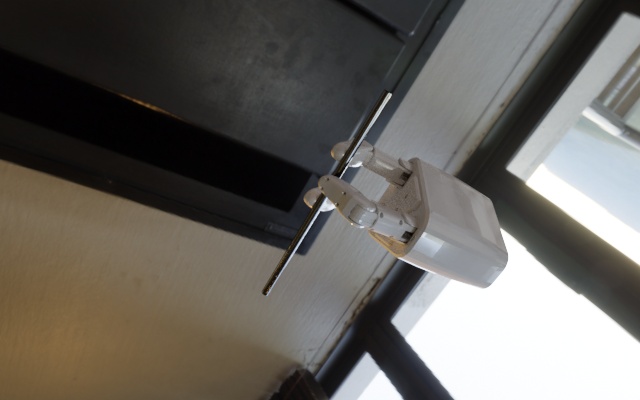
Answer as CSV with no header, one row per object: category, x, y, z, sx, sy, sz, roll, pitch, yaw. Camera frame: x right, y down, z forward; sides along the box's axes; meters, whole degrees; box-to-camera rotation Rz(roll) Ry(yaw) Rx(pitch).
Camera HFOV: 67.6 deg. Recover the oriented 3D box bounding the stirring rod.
stirring rod,0.000,0.001,0.457,0.011,0.240,0.011,27,22,-12
